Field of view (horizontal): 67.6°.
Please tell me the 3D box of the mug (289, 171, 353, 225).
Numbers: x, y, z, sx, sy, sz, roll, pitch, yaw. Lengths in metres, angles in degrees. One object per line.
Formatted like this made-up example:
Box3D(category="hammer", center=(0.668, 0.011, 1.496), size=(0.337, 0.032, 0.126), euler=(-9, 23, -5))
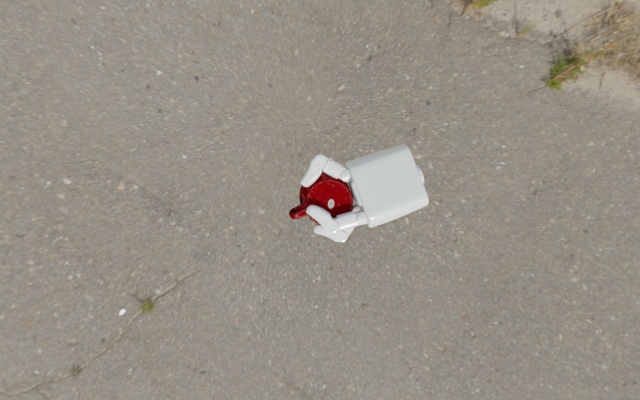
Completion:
Box3D(category="mug", center=(-0.001, 0.003, 0.823), size=(0.117, 0.093, 0.081), euler=(-21, 10, -1))
